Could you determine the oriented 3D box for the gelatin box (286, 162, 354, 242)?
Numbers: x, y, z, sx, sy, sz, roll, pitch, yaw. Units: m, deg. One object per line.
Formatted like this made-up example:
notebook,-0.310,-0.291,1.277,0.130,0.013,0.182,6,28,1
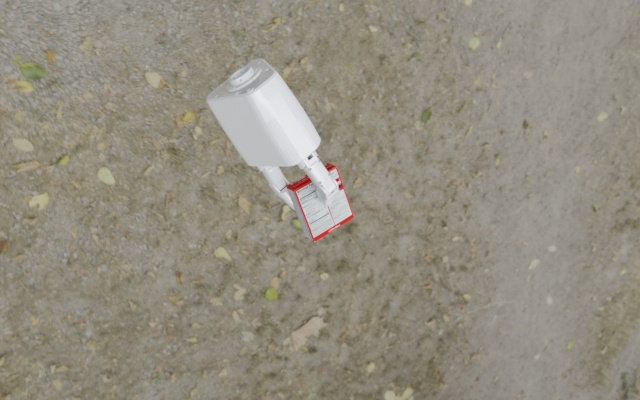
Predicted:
gelatin box,0.000,0.003,0.674,0.073,0.089,0.030,-31,26,-21
